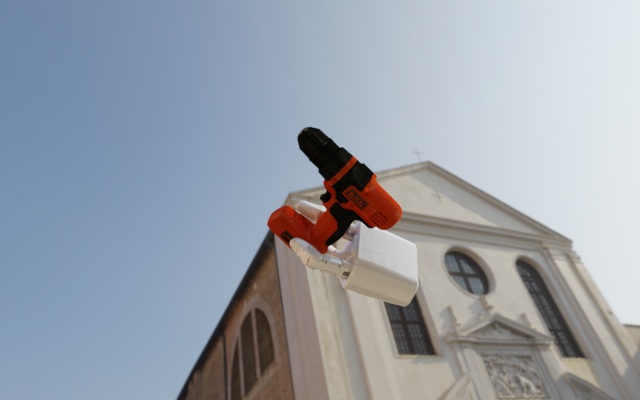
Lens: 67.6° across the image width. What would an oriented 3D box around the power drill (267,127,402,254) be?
[{"bbox_3d":[0.000,0.003,0.706,0.188,0.184,0.057,-41,7,42],"label":"power drill"}]
